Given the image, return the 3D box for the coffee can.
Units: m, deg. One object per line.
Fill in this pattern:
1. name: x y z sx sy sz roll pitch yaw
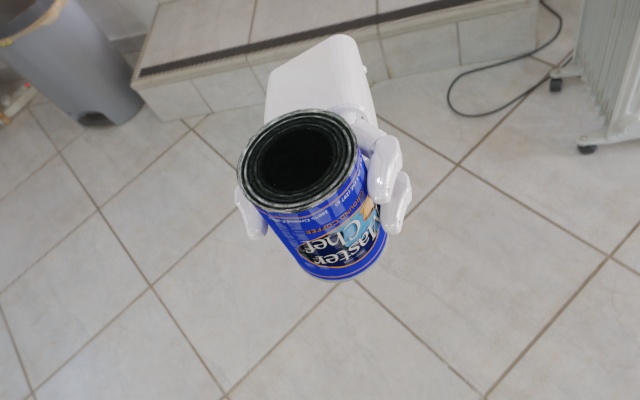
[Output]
1. coffee can: 0.000 0.002 0.436 0.103 0.102 0.140 0 -31 20
